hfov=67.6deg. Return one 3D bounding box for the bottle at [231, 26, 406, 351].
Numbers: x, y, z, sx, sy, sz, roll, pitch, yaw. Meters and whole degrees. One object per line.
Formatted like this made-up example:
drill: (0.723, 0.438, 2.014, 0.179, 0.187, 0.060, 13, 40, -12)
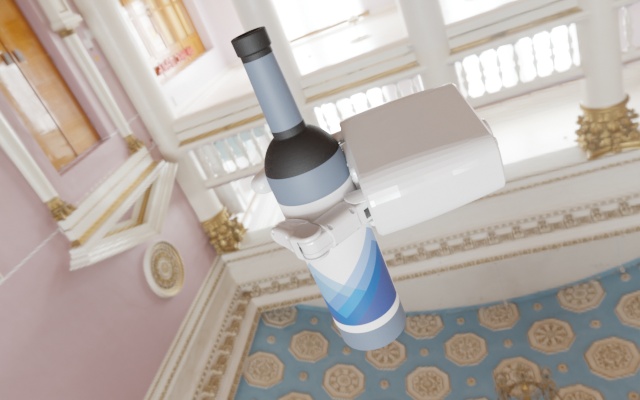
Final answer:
bottle: (0.000, 0.002, 0.407, 0.069, 0.296, 0.069, -19, 27, 10)
